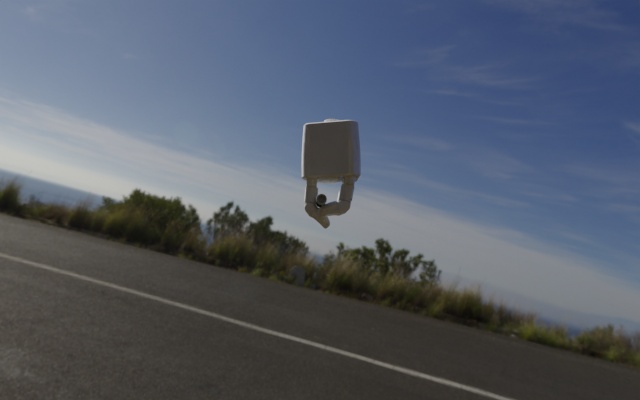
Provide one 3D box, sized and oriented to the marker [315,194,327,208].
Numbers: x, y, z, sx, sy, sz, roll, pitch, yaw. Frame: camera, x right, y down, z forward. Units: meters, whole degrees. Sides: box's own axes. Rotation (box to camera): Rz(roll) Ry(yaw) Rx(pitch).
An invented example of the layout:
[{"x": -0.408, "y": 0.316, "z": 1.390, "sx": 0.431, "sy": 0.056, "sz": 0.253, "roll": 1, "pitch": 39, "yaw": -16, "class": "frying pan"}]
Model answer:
[{"x": 0.000, "y": 0.003, "z": 0.895, "sx": 0.020, "sy": 0.020, "sz": 0.121, "roll": 0, "pitch": -6, "yaw": -1, "class": "marker"}]
